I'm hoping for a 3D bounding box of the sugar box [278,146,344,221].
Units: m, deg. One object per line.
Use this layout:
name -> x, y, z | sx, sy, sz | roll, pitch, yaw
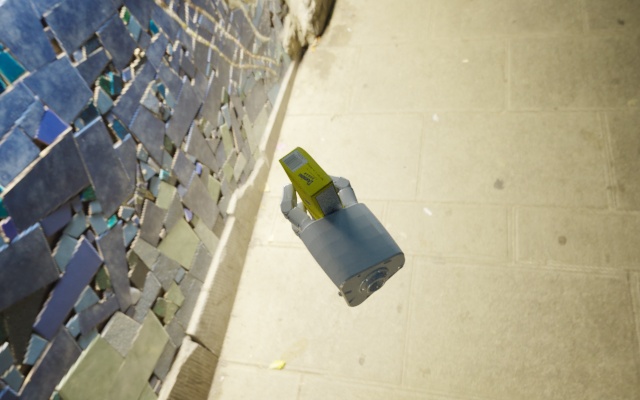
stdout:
sugar box -> 0.000, 0.003, 0.743 | 0.048, 0.093, 0.176 | -35, -36, -9
